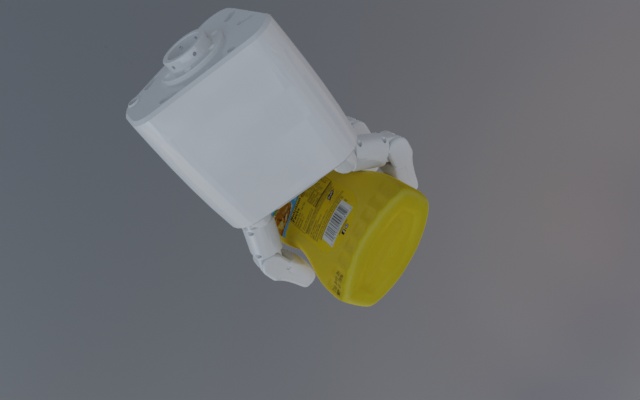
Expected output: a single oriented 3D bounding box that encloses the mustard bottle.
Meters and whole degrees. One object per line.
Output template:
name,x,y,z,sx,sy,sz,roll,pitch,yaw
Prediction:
mustard bottle,0.000,0.002,0.410,0.058,0.096,0.191,20,10,-38
